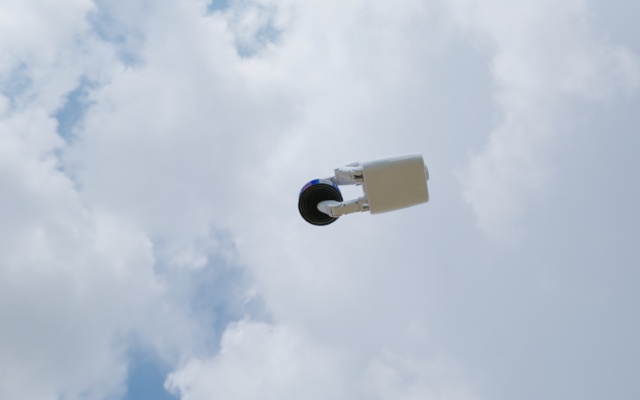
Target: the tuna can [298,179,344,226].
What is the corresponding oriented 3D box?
[{"bbox_3d":[0.000,0.003,0.896,0.086,0.086,0.033,0,21,-3],"label":"tuna can"}]
